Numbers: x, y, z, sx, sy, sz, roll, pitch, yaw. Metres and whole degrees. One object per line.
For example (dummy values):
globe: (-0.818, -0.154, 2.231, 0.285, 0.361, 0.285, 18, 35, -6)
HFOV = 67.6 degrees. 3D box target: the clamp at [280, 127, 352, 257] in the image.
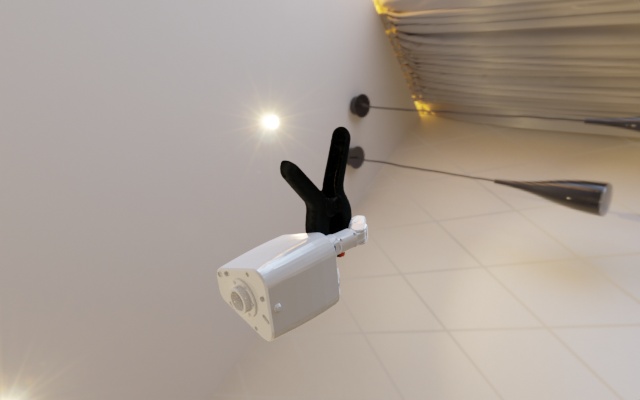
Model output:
clamp: (0.000, 0.002, 0.602, 0.120, 0.171, 0.039, -23, 26, -39)
